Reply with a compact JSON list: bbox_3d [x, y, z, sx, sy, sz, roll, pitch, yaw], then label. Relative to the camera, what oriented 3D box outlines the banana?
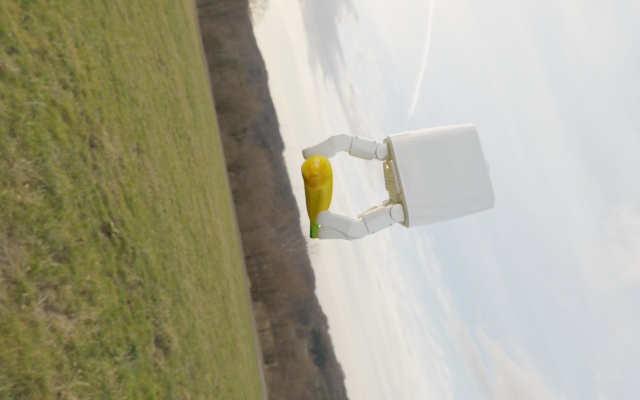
[{"bbox_3d":[-0.002,-0.014,0.568,0.037,0.069,0.198,-6,-21,-1],"label":"banana"}]
